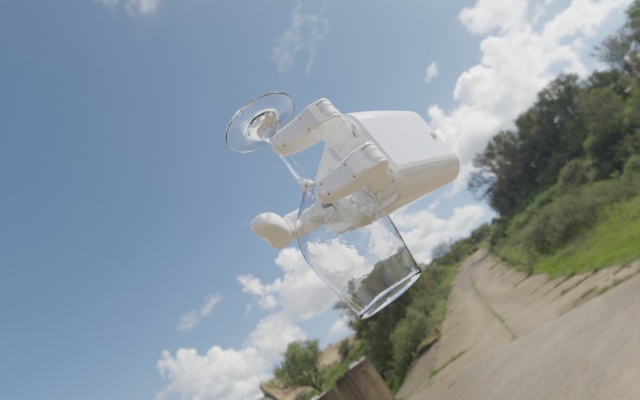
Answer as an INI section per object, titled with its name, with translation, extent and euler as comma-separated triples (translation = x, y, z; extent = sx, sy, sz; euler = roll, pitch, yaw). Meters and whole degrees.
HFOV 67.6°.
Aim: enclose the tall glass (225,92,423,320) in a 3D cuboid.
[tall glass]
translation = 0.000, 0.001, 0.409
extent = 0.079, 0.201, 0.079
euler = -31, -22, -14
